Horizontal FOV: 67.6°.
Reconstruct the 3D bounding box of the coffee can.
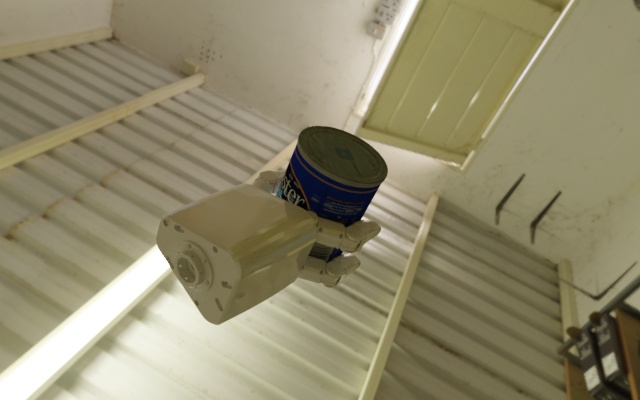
[{"bbox_3d":[0.000,0.002,0.542,0.103,0.140,0.102,17,34,-12],"label":"coffee can"}]
